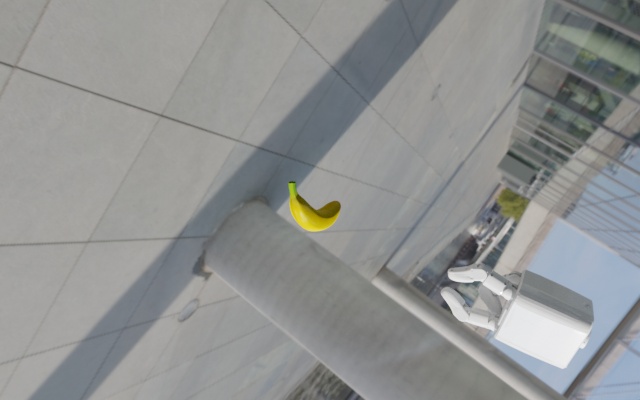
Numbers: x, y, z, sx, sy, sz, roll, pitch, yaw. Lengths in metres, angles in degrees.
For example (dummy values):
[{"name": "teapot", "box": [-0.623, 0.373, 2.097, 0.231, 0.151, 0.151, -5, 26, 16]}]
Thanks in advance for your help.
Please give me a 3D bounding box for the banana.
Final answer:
[{"name": "banana", "box": [-0.006, 0.020, 0.826, 0.037, 0.069, 0.198, 12, -5, 24]}]
